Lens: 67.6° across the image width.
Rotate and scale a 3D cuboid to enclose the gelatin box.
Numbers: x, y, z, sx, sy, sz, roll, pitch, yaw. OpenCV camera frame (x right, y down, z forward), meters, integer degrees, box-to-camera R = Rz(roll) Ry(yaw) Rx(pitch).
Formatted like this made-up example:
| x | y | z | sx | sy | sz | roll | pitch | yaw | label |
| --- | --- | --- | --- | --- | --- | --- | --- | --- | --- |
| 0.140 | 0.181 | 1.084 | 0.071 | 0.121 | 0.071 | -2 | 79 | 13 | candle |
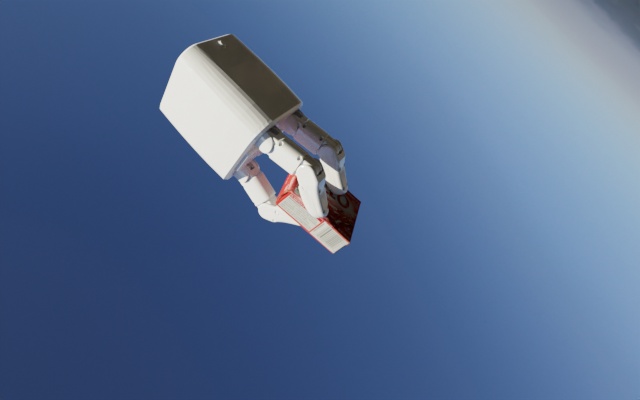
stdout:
| x | y | z | sx | sy | sz | roll | pitch | yaw | label |
| --- | --- | --- | --- | --- | --- | --- | --- | --- | --- |
| 0.000 | 0.002 | 0.519 | 0.030 | 0.089 | 0.073 | -36 | 20 | 34 | gelatin box |
